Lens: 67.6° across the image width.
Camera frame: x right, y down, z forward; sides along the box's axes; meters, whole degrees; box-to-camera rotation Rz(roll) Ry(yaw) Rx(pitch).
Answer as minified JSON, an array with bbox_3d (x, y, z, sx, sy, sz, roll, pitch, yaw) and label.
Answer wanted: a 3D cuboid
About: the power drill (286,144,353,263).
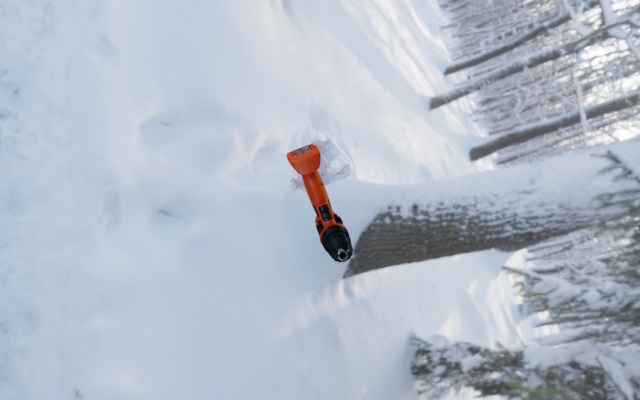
[{"bbox_3d":[0.000,0.002,0.835,0.057,0.188,0.184,-20,19,-4],"label":"power drill"}]
